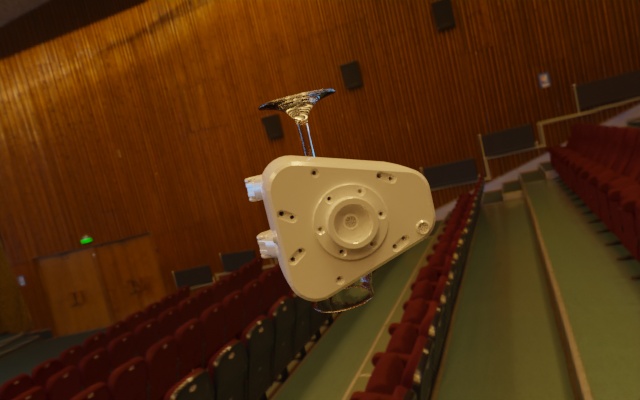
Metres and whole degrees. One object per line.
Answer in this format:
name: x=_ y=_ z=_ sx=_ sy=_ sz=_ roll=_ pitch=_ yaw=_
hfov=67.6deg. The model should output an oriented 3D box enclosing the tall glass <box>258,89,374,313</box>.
tall glass: x=0.000 y=0.001 z=0.458 sx=0.079 sy=0.201 sz=0.079 roll=-13 pitch=6 yaw=1
